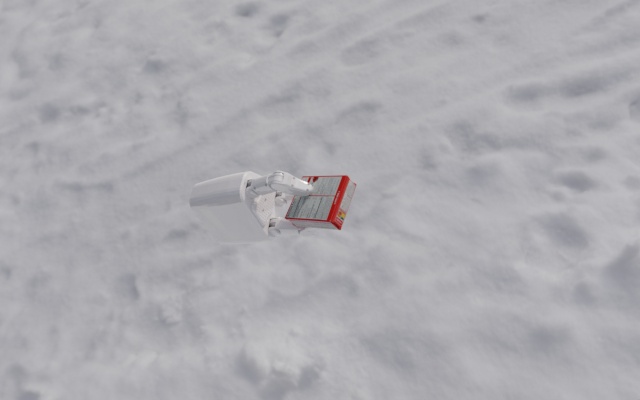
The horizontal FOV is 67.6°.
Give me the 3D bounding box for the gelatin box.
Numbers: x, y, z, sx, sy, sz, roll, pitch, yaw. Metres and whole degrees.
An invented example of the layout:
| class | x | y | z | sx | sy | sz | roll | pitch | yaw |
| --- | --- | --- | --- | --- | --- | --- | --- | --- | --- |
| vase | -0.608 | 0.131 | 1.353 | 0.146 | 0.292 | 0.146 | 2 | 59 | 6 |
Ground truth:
| class | x | y | z | sx | sy | sz | roll | pitch | yaw |
| --- | --- | --- | --- | --- | --- | --- | --- | --- | --- |
| gelatin box | 0.000 | 0.002 | 0.681 | 0.089 | 0.073 | 0.030 | 1 | -29 | 41 |
